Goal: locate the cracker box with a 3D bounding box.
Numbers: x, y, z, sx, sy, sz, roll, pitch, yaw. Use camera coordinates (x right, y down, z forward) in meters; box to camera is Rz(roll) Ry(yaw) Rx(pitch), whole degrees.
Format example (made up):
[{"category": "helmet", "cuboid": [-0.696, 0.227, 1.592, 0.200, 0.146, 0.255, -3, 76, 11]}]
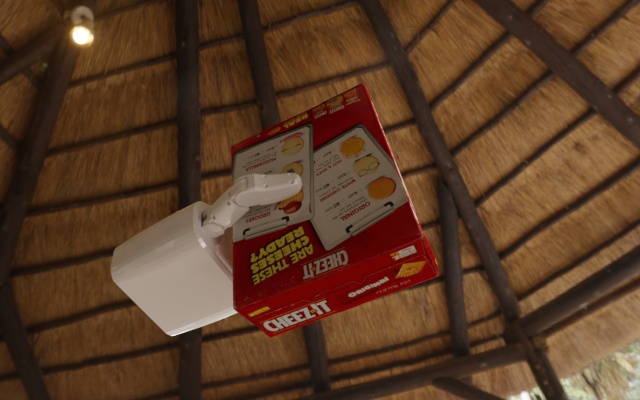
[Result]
[{"category": "cracker box", "cuboid": [0.000, 0.001, 0.461, 0.164, 0.213, 0.072, -23, -45, 12]}]
